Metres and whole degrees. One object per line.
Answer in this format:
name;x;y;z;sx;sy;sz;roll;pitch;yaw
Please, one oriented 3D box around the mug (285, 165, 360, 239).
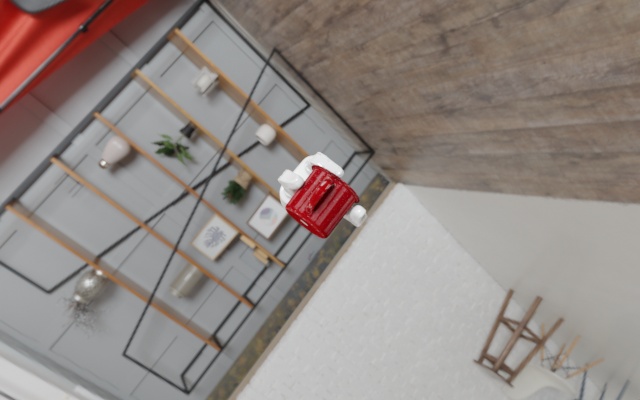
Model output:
mug;0.000;0.002;0.726;0.093;0.081;0.117;37;-11;6
